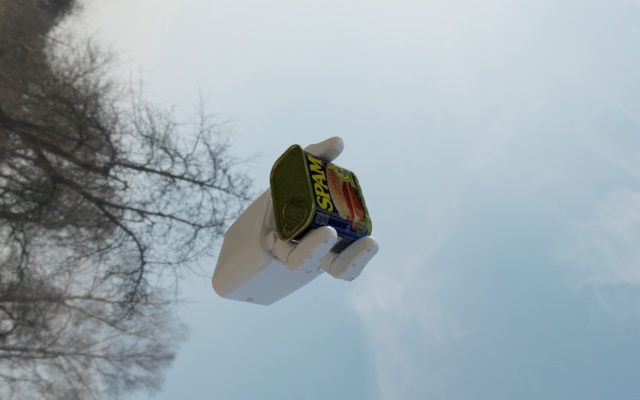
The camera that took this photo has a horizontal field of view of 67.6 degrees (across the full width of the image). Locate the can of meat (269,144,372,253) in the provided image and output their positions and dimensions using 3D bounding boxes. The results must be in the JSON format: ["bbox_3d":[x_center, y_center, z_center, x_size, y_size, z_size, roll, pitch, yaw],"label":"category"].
[{"bbox_3d":[0.000,0.002,0.500,0.084,0.102,0.057,20,-47,-36],"label":"can of meat"}]
